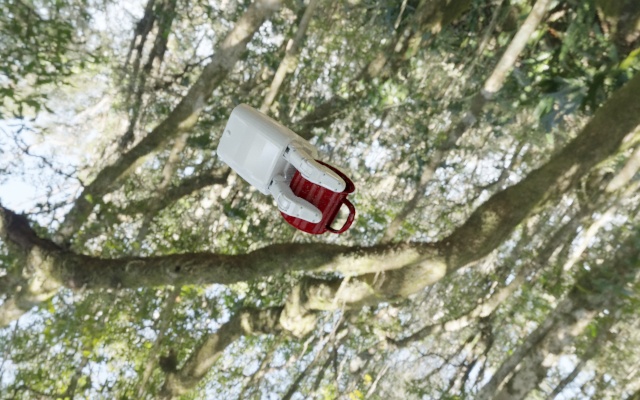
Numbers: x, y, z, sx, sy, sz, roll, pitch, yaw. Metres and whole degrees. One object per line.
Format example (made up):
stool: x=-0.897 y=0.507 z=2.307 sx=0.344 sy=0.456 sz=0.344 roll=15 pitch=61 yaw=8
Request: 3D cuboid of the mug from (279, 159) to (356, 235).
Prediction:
mug: x=0.001 y=0.003 z=0.691 sx=0.117 sy=0.081 sz=0.093 roll=37 pitch=24 yaw=22
